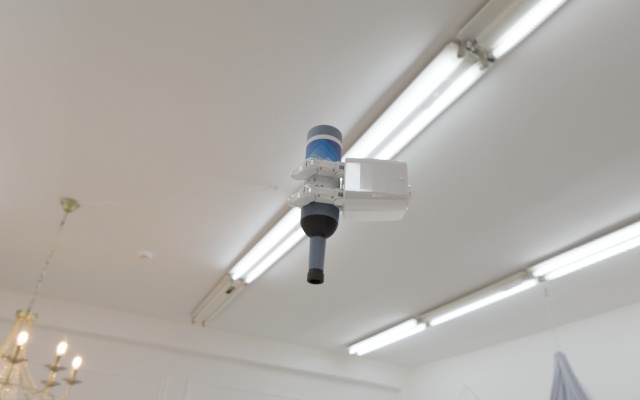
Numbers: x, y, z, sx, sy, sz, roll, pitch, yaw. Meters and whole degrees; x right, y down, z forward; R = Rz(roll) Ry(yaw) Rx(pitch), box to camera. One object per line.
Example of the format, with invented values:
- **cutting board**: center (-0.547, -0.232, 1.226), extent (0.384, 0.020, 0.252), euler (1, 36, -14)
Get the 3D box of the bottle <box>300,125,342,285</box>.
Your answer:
- **bottle**: center (0.000, 0.002, 0.827), extent (0.069, 0.295, 0.069), euler (3, -32, 2)
